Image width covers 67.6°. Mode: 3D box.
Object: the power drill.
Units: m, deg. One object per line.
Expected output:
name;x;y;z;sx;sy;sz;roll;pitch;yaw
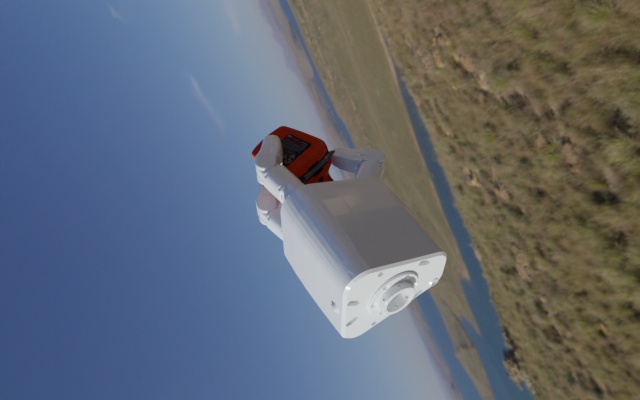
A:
power drill;0.000;0.002;0.561;0.184;0.057;0.188;28;-20;53
